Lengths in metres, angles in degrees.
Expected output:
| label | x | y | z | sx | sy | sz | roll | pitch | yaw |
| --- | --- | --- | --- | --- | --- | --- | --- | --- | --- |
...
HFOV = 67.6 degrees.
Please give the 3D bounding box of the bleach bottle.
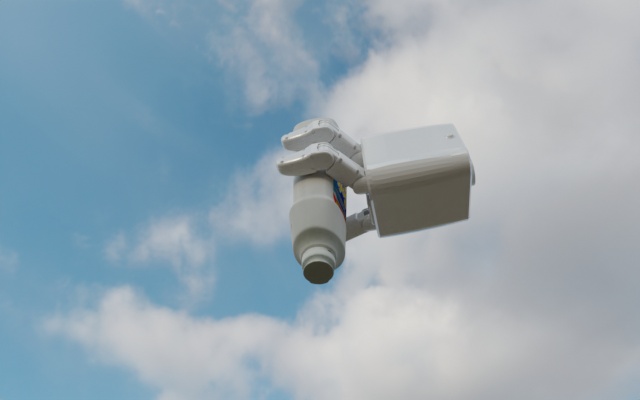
| label | x | y | z | sx | sy | sz | roll | pitch | yaw |
| --- | --- | --- | --- | --- | --- | --- | --- | --- | --- |
| bleach bottle | 0.000 | 0.002 | 0.534 | 0.068 | 0.103 | 0.250 | -10 | 33 | 7 |
